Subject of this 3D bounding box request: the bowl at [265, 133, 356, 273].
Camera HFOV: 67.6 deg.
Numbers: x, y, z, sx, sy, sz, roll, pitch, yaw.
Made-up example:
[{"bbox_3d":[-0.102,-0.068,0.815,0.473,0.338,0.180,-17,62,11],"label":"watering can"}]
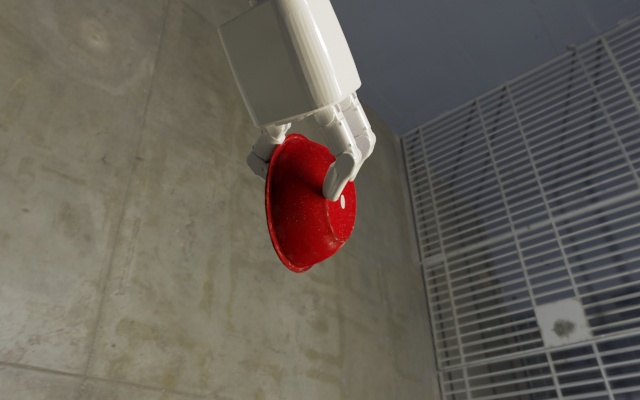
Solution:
[{"bbox_3d":[0.001,0.003,0.544,0.055,0.162,0.162,-2,-1,24],"label":"bowl"}]
